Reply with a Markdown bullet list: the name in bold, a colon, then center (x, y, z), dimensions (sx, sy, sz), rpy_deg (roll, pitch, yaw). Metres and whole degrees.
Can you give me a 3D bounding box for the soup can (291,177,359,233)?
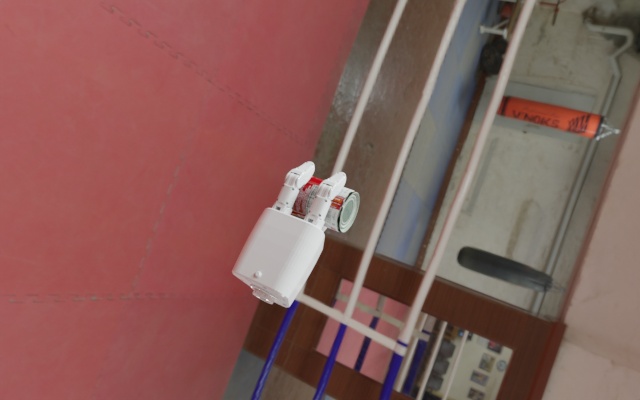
- **soup can**: center (0.001, 0.002, 0.735), dimensions (0.102, 0.068, 0.068), rpy_deg (20, 8, 24)
